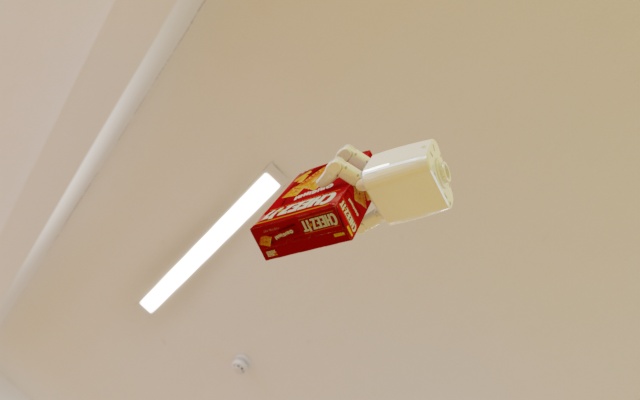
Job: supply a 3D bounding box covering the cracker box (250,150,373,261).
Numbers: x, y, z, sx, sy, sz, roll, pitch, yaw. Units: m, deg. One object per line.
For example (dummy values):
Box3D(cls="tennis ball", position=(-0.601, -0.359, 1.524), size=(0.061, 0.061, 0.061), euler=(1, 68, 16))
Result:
Box3D(cls="cracker box", position=(0.000, 0.003, 0.815), size=(0.164, 0.072, 0.213), euler=(-17, 20, 28))
